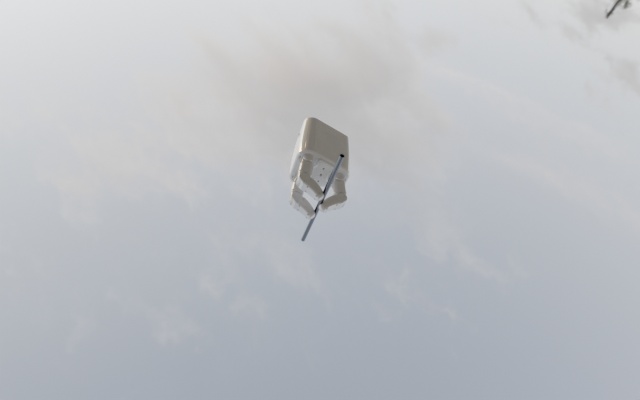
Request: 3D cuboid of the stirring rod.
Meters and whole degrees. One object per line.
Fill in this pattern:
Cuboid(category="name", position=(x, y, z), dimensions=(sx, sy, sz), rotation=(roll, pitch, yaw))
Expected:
Cuboid(category="stirring rod", position=(0.000, 0.003, 0.858), dimensions=(0.011, 0.011, 0.240), rotation=(0, -39, -22))
